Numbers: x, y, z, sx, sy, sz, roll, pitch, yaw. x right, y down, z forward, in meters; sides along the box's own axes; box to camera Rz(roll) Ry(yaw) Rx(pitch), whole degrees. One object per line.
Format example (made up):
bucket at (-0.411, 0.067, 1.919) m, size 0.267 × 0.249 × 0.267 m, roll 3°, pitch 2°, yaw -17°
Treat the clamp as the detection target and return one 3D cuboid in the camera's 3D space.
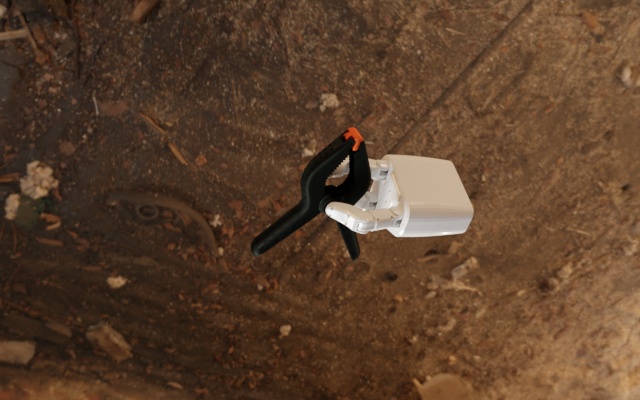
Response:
clamp at (0.001, 0.002, 0.624) m, size 0.164 × 0.210 × 0.036 m, roll -1°, pitch 37°, yaw -22°
